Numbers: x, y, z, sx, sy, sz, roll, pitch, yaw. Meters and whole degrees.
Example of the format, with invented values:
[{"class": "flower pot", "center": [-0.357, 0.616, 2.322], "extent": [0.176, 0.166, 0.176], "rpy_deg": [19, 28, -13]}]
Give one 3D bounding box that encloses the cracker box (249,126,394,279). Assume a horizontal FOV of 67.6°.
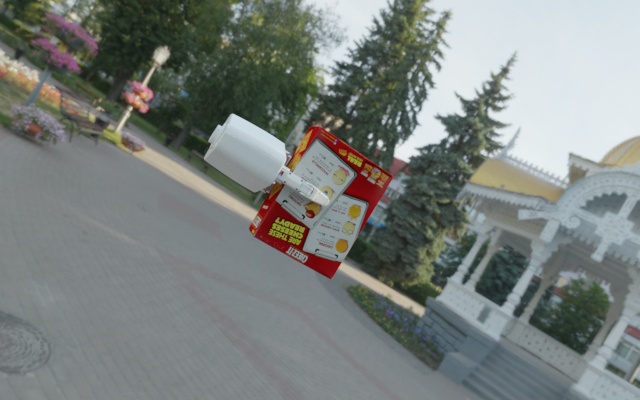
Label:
[{"class": "cracker box", "center": [0.000, 0.003, 0.836], "extent": [0.164, 0.213, 0.072], "rpy_deg": [32, -1, -18]}]
